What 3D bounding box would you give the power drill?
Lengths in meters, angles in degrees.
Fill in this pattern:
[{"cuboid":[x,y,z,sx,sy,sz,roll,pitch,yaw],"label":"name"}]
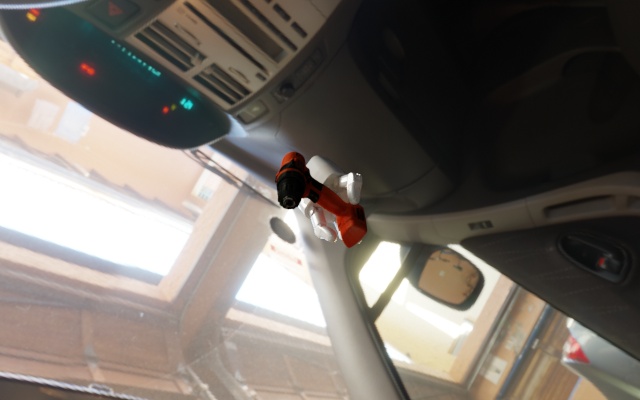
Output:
[{"cuboid":[0.000,0.003,0.860,0.188,0.057,0.184,40,22,-18],"label":"power drill"}]
